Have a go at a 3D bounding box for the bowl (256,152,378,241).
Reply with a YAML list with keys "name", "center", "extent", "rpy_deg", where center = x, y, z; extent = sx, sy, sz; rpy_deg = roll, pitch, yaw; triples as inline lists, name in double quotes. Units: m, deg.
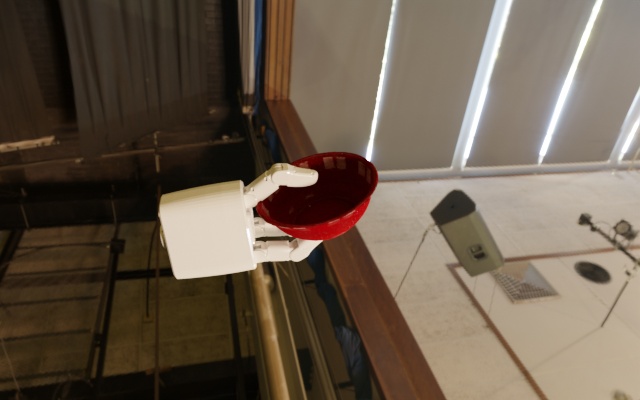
- name: "bowl"
  center: [0.002, 0.002, 0.624]
  extent: [0.162, 0.055, 0.162]
  rpy_deg: [-12, 35, 9]
